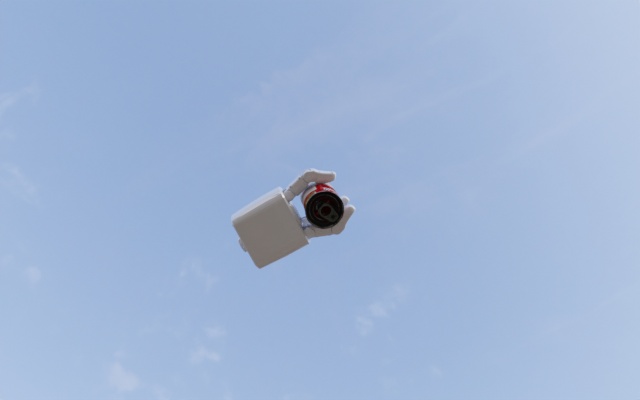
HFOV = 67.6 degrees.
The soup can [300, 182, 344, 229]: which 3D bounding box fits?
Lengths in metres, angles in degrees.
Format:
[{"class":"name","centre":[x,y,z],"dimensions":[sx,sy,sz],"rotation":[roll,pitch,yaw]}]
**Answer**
[{"class":"soup can","centre":[0.000,0.002,0.859],"dimensions":[0.068,0.068,0.102],"rotation":[0,16,-8]}]
